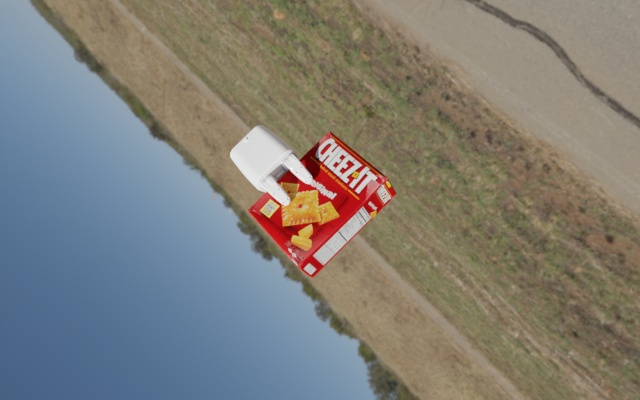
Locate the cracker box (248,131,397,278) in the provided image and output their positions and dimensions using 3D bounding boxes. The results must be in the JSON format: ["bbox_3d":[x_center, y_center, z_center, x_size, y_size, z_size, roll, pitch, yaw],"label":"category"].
[{"bbox_3d":[0.000,0.003,0.854,0.164,0.213,0.072,44,-3,33],"label":"cracker box"}]
